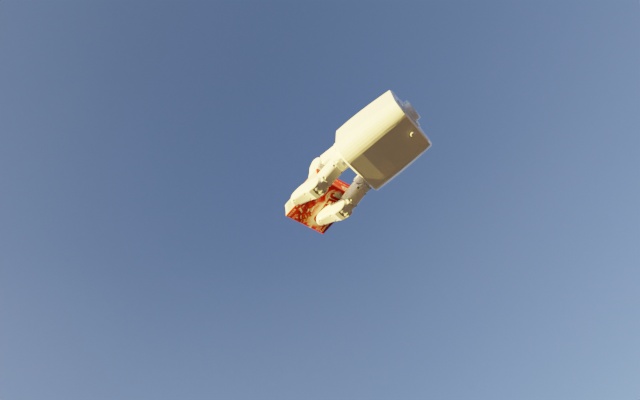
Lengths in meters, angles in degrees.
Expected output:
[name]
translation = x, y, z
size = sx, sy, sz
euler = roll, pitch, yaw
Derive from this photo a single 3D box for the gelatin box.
[gelatin box]
translation = 0.000, 0.002, 0.733
size = 0.073, 0.089, 0.030
euler = 27, 31, -26
